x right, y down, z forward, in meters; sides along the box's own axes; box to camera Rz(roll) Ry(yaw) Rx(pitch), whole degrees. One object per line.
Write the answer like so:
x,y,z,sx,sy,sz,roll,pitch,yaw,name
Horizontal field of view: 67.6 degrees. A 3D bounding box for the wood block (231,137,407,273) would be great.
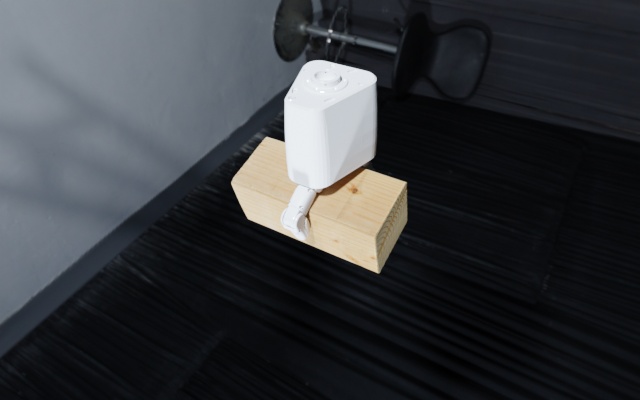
0.000,0.002,0.627,0.206,0.090,0.090,21,-30,23,wood block
